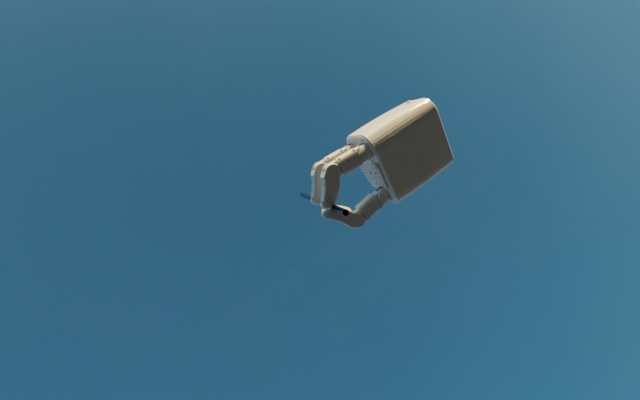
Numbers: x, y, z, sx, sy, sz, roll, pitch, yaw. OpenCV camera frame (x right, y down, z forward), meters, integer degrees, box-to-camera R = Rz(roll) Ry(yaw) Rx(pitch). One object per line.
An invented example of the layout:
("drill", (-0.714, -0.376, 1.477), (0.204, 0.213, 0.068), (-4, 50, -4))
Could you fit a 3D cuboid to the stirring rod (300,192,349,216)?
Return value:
("stirring rod", (0.000, 0.002, 0.682), (0.011, 0.011, 0.239), (0, 6, -15))
